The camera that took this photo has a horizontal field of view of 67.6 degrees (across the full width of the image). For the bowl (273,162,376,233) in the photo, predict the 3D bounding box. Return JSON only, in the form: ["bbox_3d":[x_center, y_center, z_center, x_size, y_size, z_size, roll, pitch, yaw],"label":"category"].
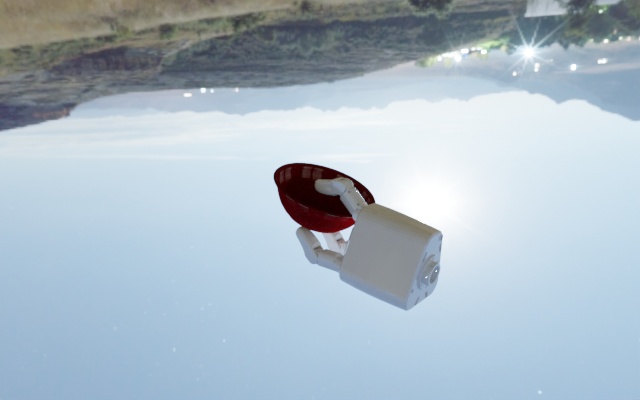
[{"bbox_3d":[-0.001,0.002,0.734,0.162,0.055,0.162,15,27,-8],"label":"bowl"}]
